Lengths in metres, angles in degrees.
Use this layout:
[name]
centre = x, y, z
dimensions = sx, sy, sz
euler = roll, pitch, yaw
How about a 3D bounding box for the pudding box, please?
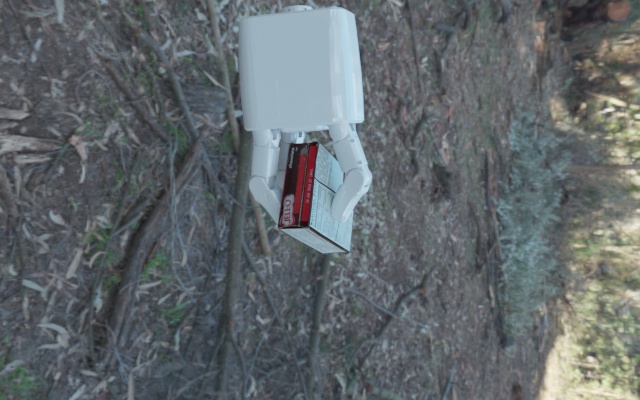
[pudding box]
centre = 0.000, 0.002, 0.501
dimensions = 0.039, 0.090, 0.113
euler = -1, -19, 27
